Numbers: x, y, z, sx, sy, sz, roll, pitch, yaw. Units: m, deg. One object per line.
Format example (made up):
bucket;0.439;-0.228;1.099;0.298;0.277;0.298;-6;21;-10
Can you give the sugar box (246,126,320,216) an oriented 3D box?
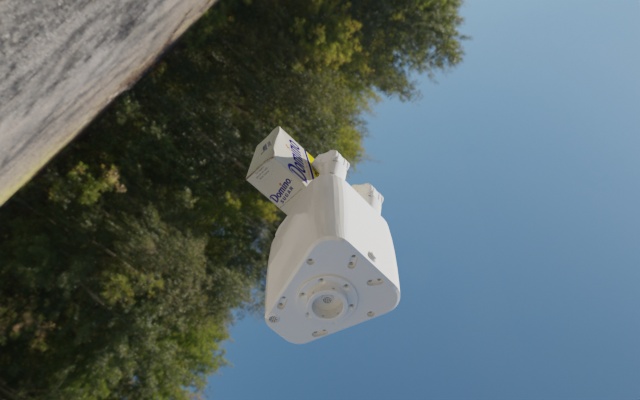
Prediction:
sugar box;0.001;0.002;0.536;0.048;0.176;0.093;-39;21;18
